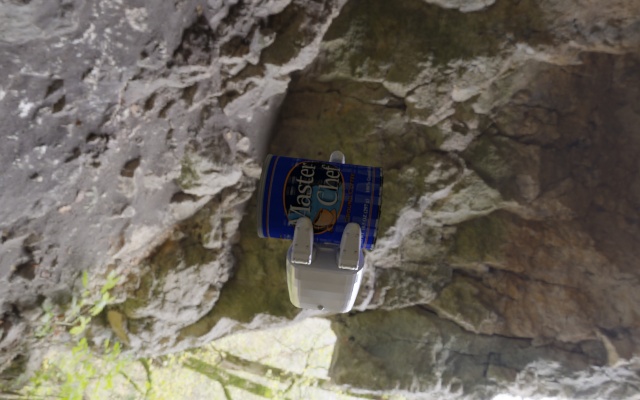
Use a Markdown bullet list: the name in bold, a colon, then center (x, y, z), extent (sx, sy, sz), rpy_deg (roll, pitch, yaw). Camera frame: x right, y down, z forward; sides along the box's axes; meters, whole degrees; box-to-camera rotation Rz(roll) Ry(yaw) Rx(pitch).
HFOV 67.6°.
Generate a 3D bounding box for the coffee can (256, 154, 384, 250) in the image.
- **coffee can**: center (0.000, 0.002, 0.584), extent (0.140, 0.103, 0.103), rpy_deg (7, 0, 2)
